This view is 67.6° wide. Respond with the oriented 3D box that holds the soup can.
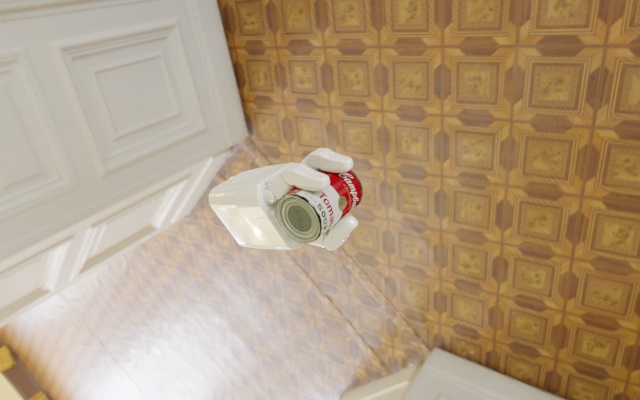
[{"bbox_3d":[0.000,0.002,0.606,0.068,0.068,0.102,0,25,37],"label":"soup can"}]
